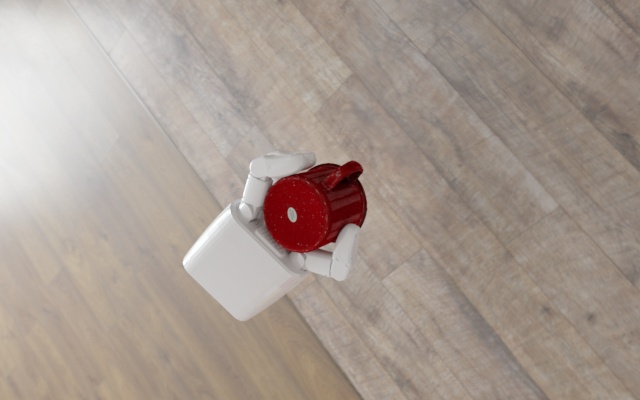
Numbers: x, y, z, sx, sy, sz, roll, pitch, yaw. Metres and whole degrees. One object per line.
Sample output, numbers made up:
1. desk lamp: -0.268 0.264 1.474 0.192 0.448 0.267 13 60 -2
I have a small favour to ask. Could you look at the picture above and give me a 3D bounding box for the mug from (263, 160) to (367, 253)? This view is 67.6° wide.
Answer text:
1. mug: 0.001 0.001 0.510 0.117 0.093 0.081 -44 -13 27
